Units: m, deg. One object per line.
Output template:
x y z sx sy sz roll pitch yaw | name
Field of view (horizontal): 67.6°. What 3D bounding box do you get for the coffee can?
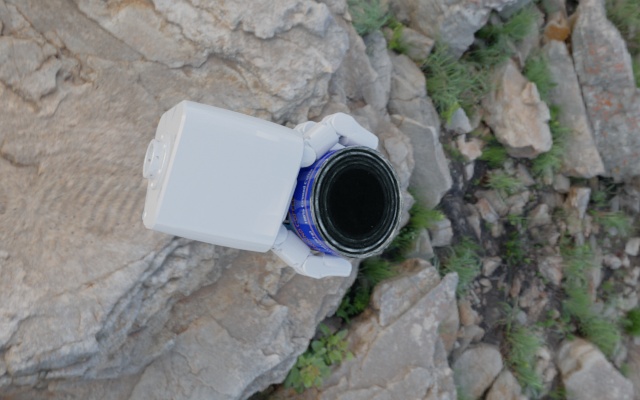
0.000 0.002 0.490 0.103 0.103 0.140 0 0 -31 | coffee can
